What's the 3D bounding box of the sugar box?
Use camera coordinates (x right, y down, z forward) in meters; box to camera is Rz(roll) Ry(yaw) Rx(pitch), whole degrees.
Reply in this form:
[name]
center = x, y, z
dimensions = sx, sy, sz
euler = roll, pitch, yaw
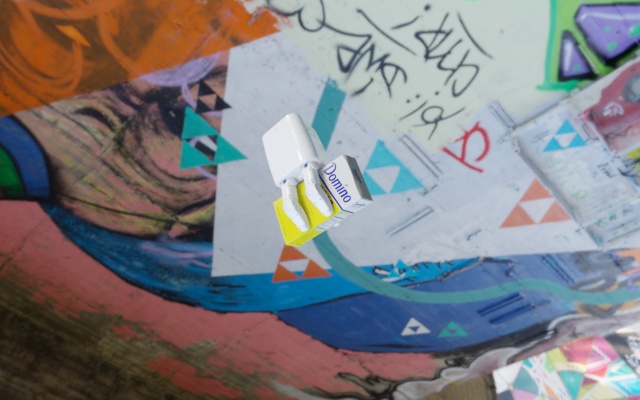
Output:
[sugar box]
center = 0.000, 0.003, 0.852
dimensions = 0.176, 0.093, 0.048
euler = -35, -28, 29
